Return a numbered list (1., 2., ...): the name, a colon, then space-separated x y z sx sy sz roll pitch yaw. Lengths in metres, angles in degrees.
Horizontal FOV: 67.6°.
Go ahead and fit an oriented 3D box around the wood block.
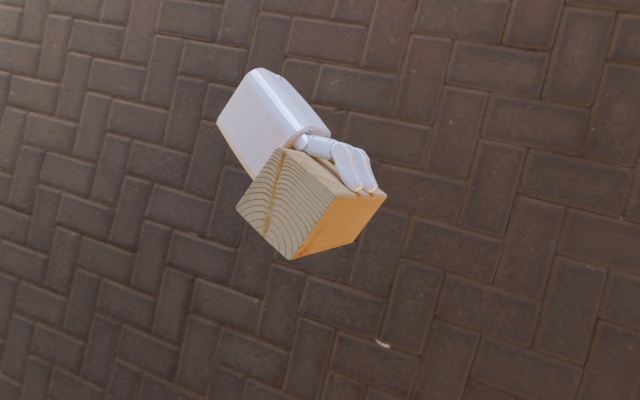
1. wood block: 0.000 0.002 0.603 0.090 0.091 0.206 41 15 17
